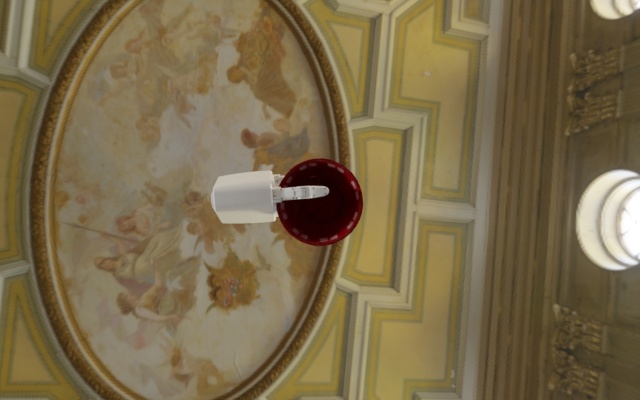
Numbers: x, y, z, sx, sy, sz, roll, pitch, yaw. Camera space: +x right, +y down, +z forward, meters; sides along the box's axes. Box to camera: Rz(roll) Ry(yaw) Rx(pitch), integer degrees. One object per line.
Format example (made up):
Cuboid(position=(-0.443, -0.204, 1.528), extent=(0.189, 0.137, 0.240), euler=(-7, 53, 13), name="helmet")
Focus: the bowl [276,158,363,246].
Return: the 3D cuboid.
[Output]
Cuboid(position=(0.001, 0.003, 0.900), extent=(0.162, 0.162, 0.055), euler=(0, 1, 6), name="bowl")
